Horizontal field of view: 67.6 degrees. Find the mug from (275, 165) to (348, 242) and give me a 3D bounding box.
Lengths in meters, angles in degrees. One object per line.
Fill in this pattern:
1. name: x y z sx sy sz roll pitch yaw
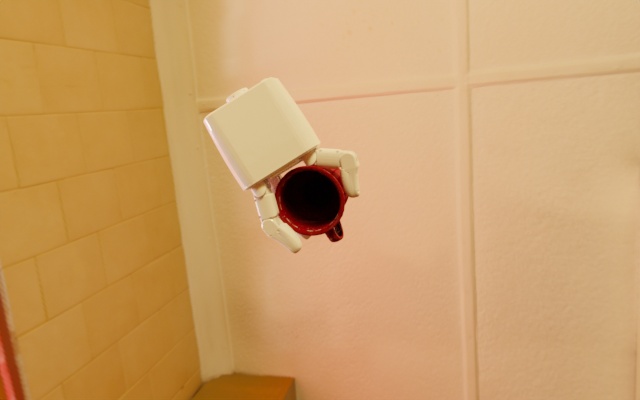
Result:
1. mug: 0.001 0.003 0.651 0.093 0.117 0.081 -29 6 18
